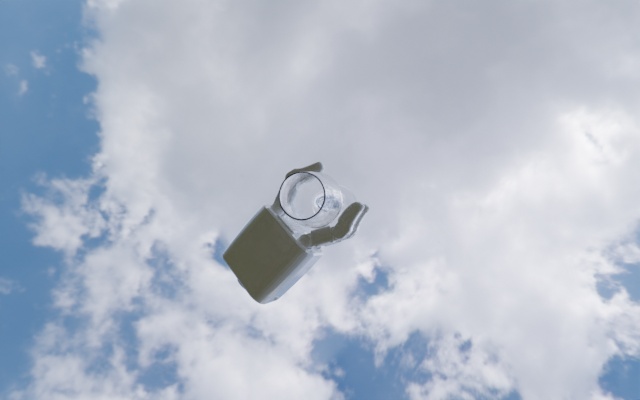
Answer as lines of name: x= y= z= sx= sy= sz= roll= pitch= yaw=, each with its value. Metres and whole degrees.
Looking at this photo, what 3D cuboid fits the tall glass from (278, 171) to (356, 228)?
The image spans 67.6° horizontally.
tall glass: x=0.000 y=0.002 z=0.692 sx=0.079 sy=0.079 sz=0.201 roll=0 pitch=-5 yaw=14
